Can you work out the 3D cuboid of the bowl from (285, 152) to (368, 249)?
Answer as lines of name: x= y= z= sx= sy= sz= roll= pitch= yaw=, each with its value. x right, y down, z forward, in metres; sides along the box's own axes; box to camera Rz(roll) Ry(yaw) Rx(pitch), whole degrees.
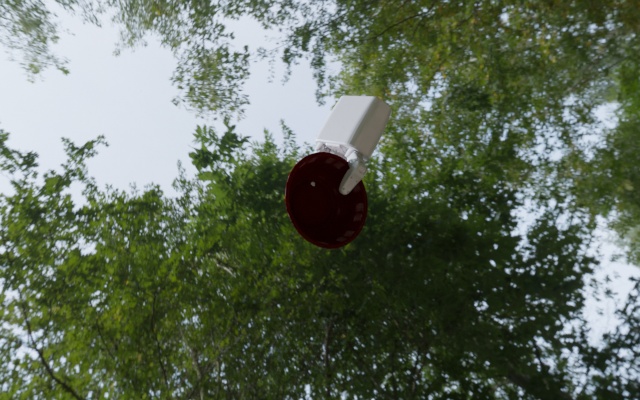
bowl: x=-0.001 y=0.004 z=0.804 sx=0.162 sy=0.162 sz=0.055 roll=0 pitch=-9 yaw=-33
